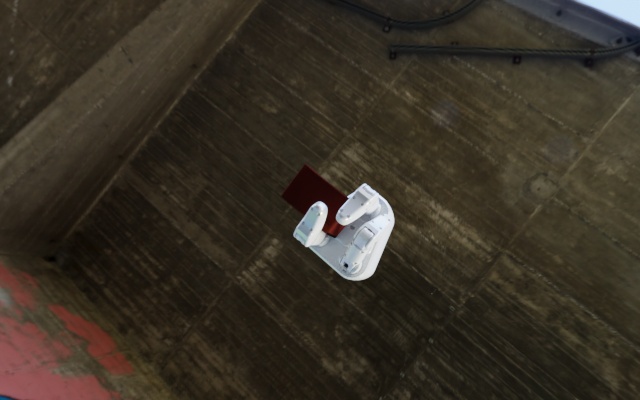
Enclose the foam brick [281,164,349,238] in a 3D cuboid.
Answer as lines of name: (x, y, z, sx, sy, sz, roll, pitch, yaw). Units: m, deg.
foam brick: (0.000, 0.002, 0.596, 0.078, 0.053, 0.051, 40, 2, 17)
